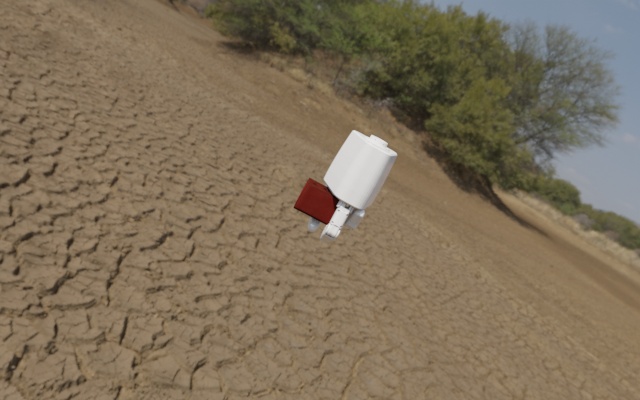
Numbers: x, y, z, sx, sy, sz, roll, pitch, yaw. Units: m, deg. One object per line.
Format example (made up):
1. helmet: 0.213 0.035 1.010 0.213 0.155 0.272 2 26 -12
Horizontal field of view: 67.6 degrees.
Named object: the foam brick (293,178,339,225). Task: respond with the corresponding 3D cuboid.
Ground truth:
1. foam brick: 0.000 0.003 0.839 0.078 0.051 0.053 27 15 -6
